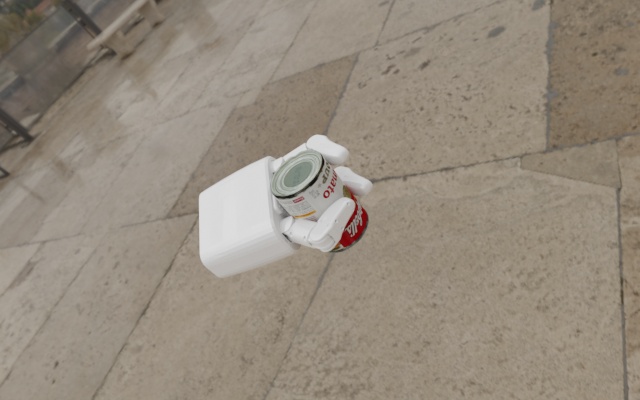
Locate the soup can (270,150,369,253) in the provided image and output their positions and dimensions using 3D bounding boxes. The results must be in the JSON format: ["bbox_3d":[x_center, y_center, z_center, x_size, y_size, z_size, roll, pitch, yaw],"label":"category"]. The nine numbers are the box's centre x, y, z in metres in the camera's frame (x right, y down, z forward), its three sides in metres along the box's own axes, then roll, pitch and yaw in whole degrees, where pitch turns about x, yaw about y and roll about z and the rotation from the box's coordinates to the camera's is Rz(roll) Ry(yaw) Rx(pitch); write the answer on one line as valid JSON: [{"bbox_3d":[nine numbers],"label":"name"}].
[{"bbox_3d":[0.000,0.001,0.526,0.068,0.068,0.102,0,-38,41],"label":"soup can"}]
